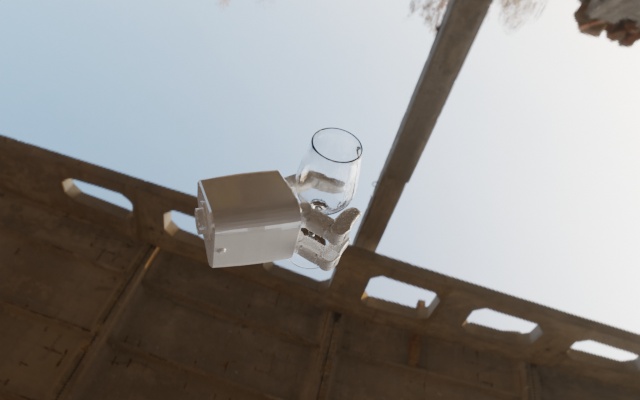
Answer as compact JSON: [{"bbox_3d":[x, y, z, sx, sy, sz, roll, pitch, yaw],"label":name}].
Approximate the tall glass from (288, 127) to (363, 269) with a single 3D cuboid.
[{"bbox_3d":[0.000,0.002,0.624,0.079,0.079,0.201,0,-42,-16],"label":"tall glass"}]
